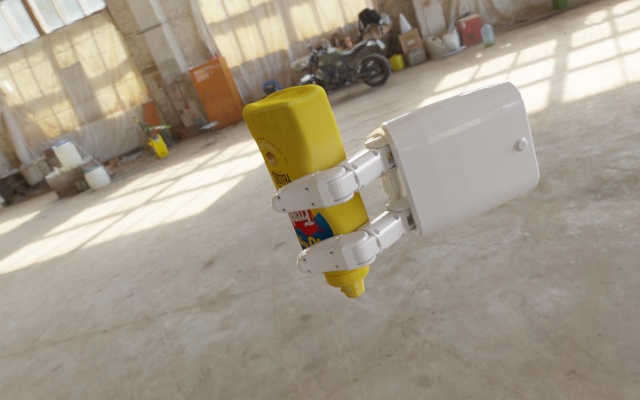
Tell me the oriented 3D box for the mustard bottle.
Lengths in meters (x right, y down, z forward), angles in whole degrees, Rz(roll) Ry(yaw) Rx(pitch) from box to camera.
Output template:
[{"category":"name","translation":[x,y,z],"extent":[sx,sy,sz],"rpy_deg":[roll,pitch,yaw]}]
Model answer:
[{"category":"mustard bottle","translation":[0.000,0.001,0.408],"extent":[0.058,0.192,0.096],"rpy_deg":[-31,22,-24]}]
